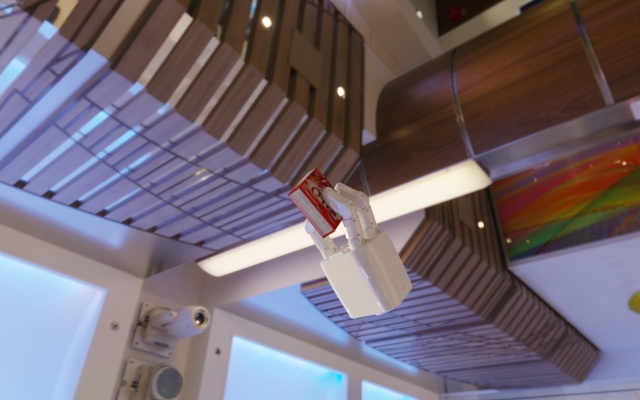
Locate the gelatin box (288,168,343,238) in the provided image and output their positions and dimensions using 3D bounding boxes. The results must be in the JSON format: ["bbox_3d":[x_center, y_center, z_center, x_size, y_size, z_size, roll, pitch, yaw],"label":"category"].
[{"bbox_3d":[0.000,0.002,0.737,0.030,0.089,0.073,-34,10,35],"label":"gelatin box"}]
